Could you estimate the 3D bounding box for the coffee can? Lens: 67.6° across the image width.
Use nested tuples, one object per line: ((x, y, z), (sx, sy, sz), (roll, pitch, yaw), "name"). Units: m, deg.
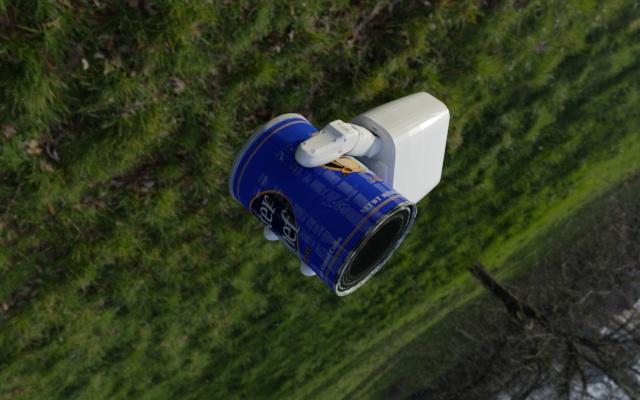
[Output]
((0.000, 0.001, 0.434), (0.140, 0.103, 0.103), (41, 19, 23), "coffee can")
